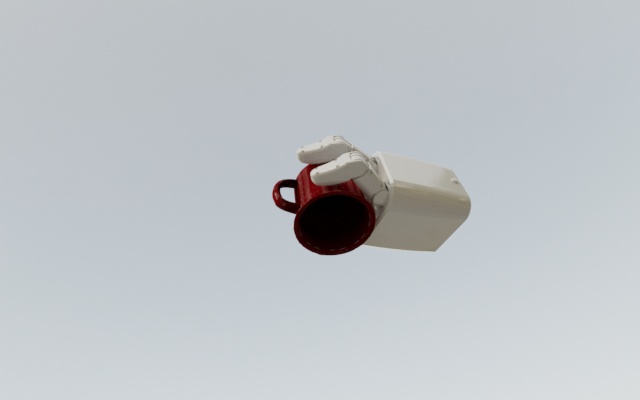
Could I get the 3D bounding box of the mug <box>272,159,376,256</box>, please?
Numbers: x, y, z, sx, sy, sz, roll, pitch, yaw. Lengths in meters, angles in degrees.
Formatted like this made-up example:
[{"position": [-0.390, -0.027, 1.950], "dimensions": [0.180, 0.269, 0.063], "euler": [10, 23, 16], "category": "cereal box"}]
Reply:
[{"position": [-0.001, 0.002, 0.560], "dimensions": [0.117, 0.093, 0.081], "euler": [10, 34, -16], "category": "mug"}]
